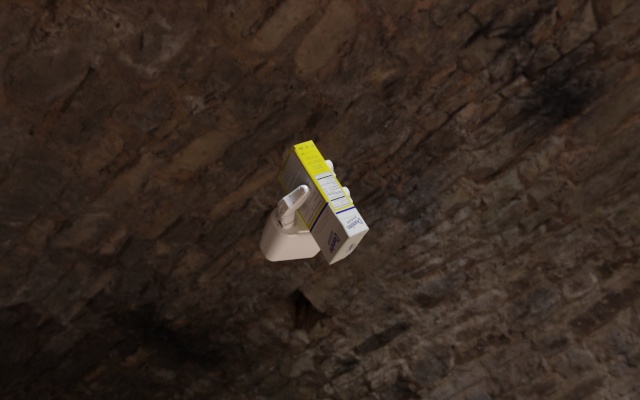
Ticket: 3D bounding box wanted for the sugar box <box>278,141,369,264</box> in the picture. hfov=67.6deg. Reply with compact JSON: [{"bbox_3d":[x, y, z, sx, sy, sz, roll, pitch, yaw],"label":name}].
[{"bbox_3d":[0.000,0.002,0.755,0.048,0.176,0.093,-22,-22,-32],"label":"sugar box"}]
